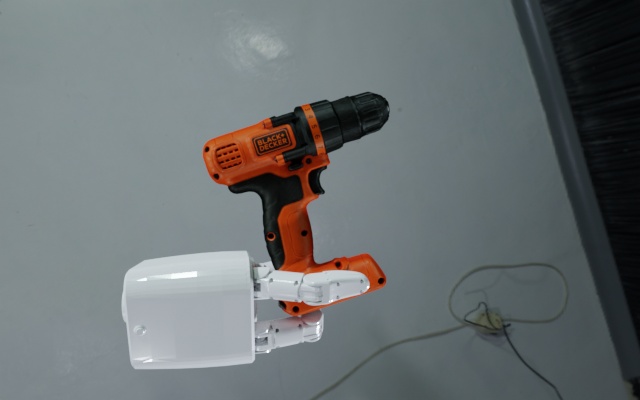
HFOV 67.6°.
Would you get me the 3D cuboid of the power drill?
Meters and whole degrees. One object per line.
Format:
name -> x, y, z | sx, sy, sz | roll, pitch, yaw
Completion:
power drill -> 0.000, 0.002, 0.461 | 0.184, 0.187, 0.057 | -18, 1, -3
